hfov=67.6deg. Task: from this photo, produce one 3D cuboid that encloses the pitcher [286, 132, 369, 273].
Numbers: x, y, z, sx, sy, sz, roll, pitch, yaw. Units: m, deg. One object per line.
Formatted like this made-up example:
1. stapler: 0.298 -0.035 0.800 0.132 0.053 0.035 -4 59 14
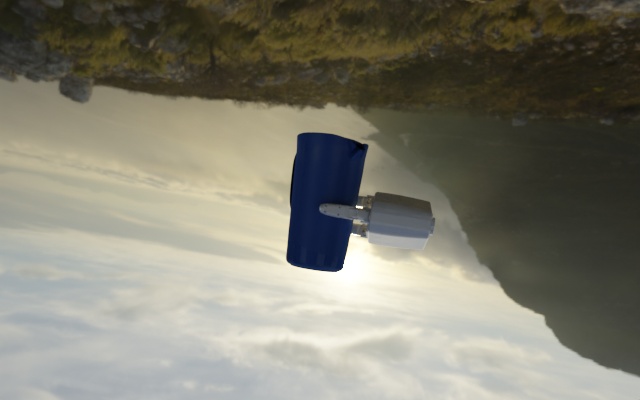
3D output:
1. pitcher: 0.000 0.003 0.881 0.145 0.243 0.149 8 -3 6
